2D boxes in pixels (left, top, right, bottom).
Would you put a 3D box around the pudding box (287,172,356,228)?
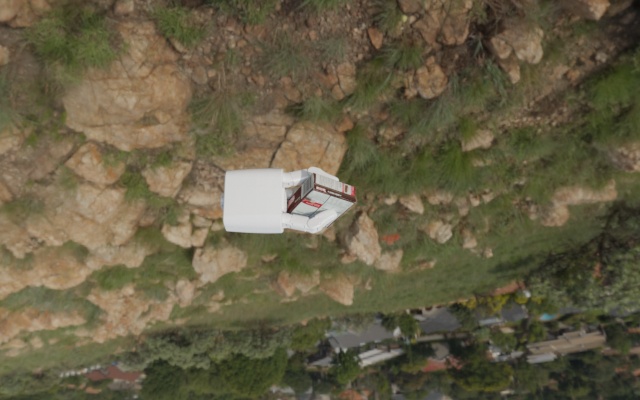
[{"bbox_3d":[0.000,0.003,0.883,0.090,0.039,0.113,17,-34,-23],"label":"pudding box"}]
